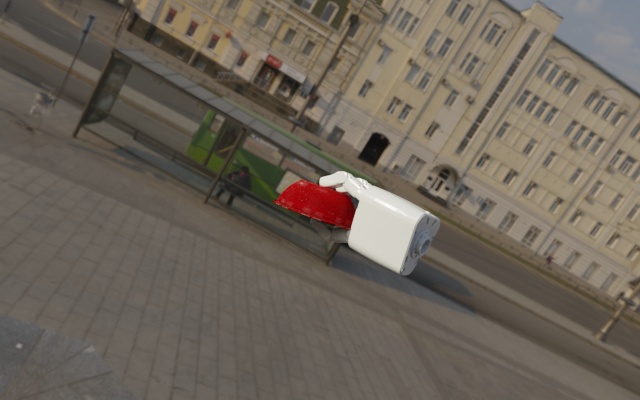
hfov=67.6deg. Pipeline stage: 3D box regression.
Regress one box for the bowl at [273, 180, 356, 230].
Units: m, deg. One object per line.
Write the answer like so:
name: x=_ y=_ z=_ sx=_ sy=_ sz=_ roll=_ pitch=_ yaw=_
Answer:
bowl: x=-0.001 y=0.002 z=0.847 sx=0.162 sy=0.055 sz=0.162 roll=18 pitch=2 yaw=-1
